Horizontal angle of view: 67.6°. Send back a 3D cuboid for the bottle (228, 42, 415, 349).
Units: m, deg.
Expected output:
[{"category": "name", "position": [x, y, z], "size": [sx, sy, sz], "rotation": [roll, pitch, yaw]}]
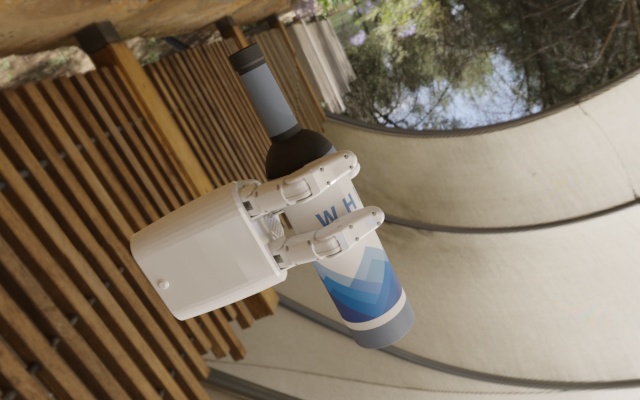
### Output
[{"category": "bottle", "position": [0.000, 0.002, 0.435], "size": [0.069, 0.296, 0.069], "rotation": [-24, 18, 9]}]
